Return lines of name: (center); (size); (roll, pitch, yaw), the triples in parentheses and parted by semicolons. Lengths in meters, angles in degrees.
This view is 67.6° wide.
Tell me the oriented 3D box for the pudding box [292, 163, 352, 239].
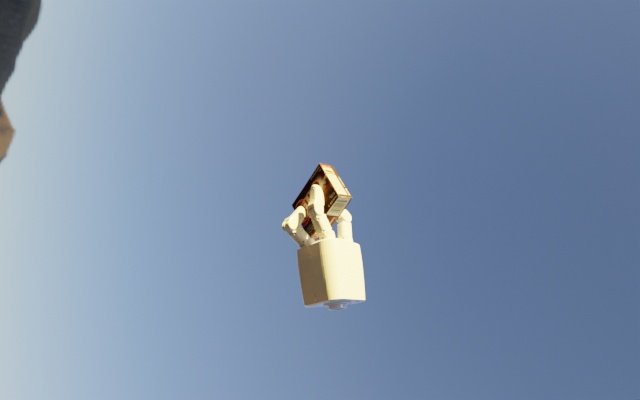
pudding box: (0.000, 0.003, 0.881); (0.039, 0.113, 0.090); (10, 38, -40)
